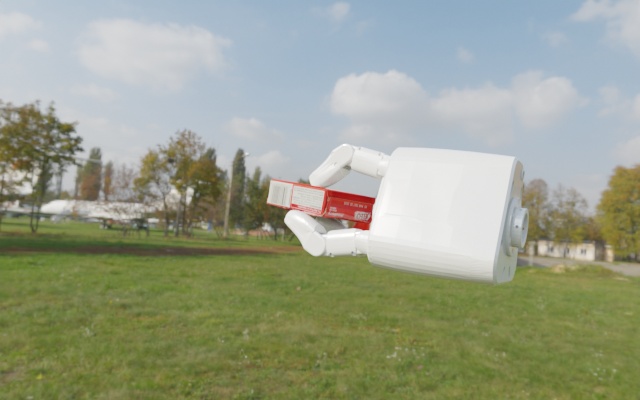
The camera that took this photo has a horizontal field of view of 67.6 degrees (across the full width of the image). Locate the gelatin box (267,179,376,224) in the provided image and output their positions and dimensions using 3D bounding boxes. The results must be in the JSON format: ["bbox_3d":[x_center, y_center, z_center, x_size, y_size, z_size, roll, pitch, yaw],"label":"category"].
[{"bbox_3d":[0.000,0.001,0.498,0.073,0.030,0.089,10,1,-45],"label":"gelatin box"}]
